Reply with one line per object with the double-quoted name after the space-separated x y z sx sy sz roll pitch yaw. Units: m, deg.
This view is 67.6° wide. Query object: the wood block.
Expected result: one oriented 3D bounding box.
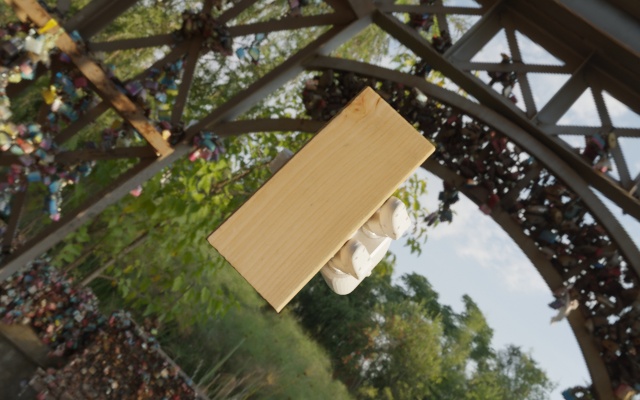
0.000 0.001 0.464 0.091 0.206 0.090 44 -13 5 "wood block"
